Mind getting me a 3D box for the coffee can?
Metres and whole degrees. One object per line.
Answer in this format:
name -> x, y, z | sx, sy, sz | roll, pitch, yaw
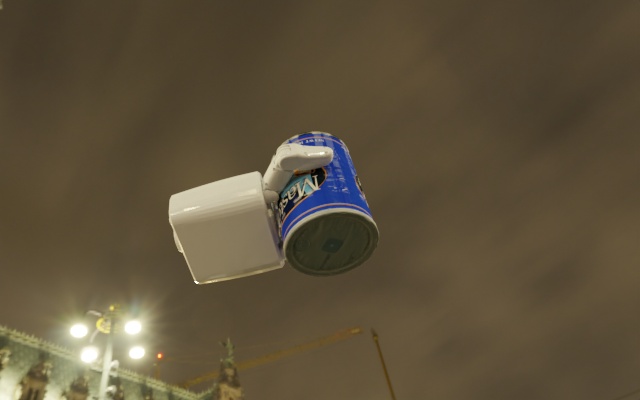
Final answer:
coffee can -> 0.000, 0.002, 0.554 | 0.103, 0.103, 0.140 | 0, 43, -14
